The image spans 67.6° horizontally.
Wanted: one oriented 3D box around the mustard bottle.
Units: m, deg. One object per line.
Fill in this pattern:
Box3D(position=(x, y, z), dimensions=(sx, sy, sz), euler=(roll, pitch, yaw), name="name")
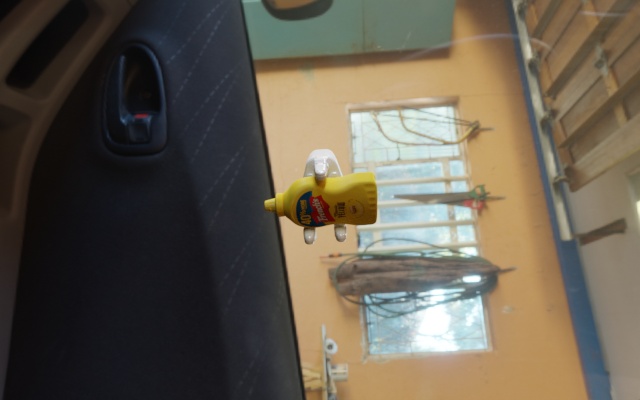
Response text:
Box3D(position=(0.000, 0.003, 0.820), dimensions=(0.191, 0.096, 0.058), euler=(-4, 40, 1), name="mustard bottle")
